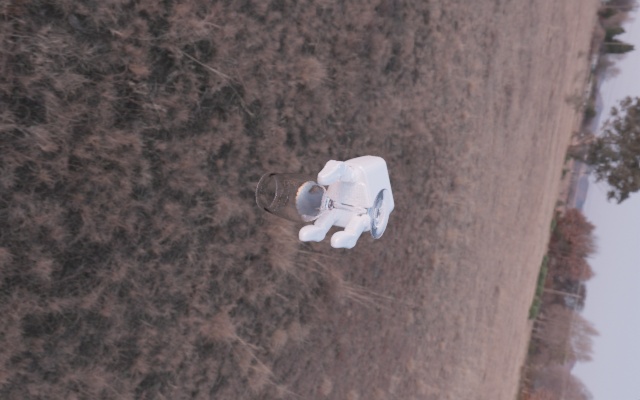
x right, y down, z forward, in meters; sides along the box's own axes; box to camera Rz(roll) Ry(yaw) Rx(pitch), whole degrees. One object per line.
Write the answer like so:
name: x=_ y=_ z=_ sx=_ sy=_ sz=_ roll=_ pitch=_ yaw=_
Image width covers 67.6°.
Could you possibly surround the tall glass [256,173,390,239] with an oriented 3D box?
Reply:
tall glass: x=0.001 y=0.002 z=0.733 sx=0.201 sy=0.079 sz=0.079 roll=11 pitch=5 yaw=26
